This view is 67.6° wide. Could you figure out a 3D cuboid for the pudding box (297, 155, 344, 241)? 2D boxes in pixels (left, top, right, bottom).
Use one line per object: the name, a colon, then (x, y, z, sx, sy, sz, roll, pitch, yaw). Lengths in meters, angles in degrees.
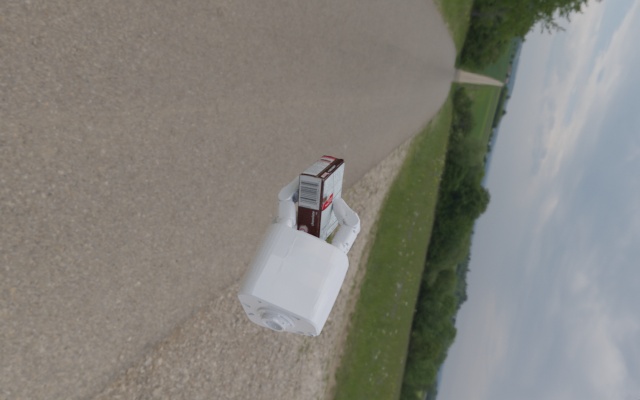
pudding box: (0.000, 0.002, 0.688, 0.039, 0.113, 0.090, 14, 27, 16)
